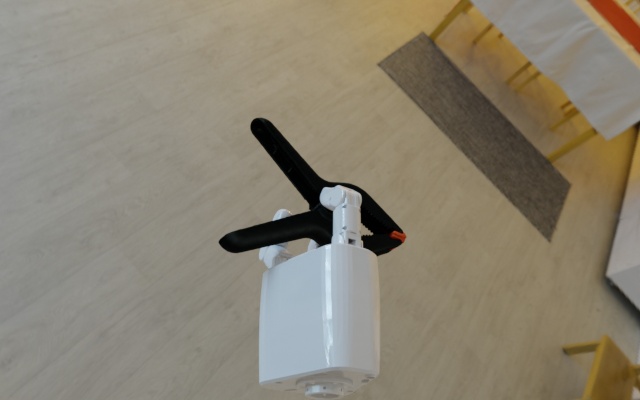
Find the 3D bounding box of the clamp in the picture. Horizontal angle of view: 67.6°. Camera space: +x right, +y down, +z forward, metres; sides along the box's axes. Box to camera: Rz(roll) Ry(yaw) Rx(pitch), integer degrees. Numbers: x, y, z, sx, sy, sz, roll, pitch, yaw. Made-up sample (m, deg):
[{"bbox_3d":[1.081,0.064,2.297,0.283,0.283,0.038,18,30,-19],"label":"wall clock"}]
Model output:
[{"bbox_3d":[0.001,0.002,0.516,0.210,0.164,0.036,17,-35,-25],"label":"clamp"}]
